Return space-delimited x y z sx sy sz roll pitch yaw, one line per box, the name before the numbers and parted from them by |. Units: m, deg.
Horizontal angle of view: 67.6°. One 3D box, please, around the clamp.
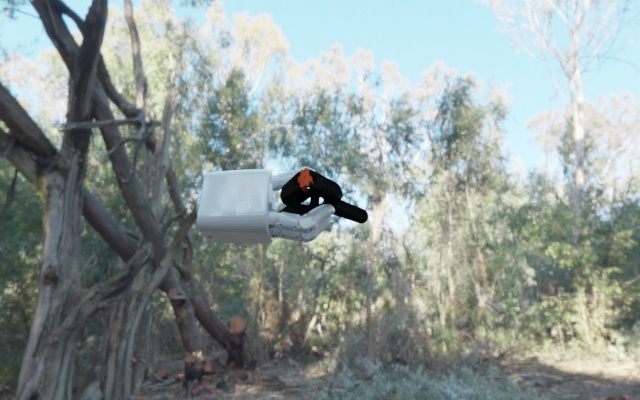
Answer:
clamp | 0.000 0.002 0.756 0.164 0.036 0.210 -1 -20 0
